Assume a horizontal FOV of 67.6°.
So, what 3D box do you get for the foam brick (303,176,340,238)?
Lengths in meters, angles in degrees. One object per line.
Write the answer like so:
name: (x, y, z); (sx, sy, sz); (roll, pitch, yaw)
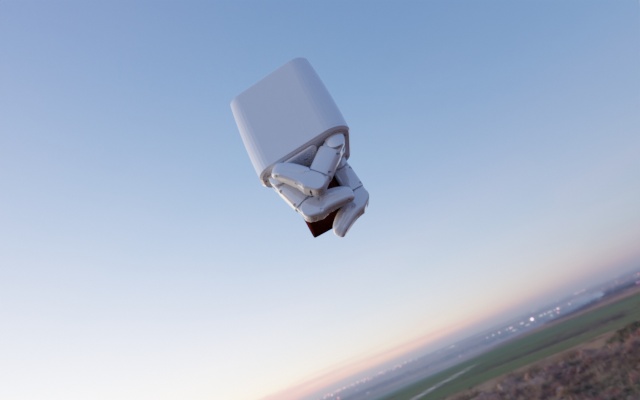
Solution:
foam brick: (0.000, 0.002, 0.571); (0.053, 0.051, 0.078); (-28, -20, -6)
